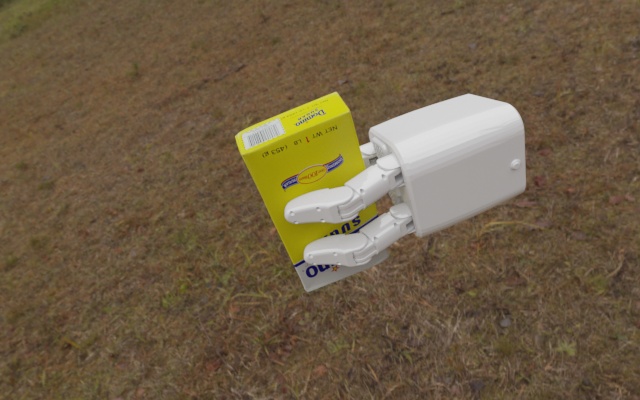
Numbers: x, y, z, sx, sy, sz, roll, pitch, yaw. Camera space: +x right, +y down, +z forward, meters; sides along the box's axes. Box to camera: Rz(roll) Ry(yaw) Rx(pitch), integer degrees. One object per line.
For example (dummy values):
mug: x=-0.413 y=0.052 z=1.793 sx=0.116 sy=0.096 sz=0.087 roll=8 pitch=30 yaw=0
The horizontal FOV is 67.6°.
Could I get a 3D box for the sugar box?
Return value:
sugar box: x=0.000 y=0.002 z=0.432 sx=0.093 sy=0.176 sz=0.048 roll=-22 pitch=37 yaw=-1
